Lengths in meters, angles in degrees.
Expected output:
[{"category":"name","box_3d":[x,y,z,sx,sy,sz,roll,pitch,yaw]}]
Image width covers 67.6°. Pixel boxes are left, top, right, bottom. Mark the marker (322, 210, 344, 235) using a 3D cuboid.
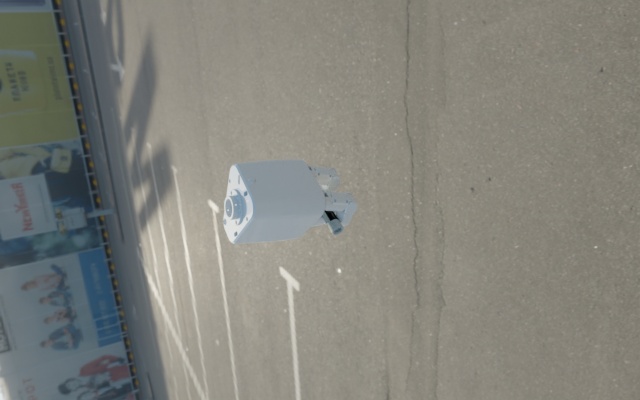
[{"category":"marker","box_3d":[0.000,0.002,0.729,0.020,0.020,0.121,0,44,-36]}]
